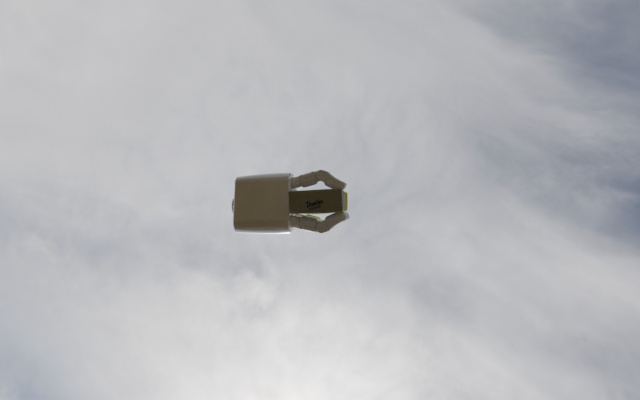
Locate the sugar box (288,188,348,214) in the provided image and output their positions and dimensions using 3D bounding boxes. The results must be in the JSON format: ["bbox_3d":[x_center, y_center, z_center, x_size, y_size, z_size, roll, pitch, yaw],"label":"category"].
[{"bbox_3d":[0.000,0.003,0.878,0.093,0.048,0.176,-3,1,7],"label":"sugar box"}]
